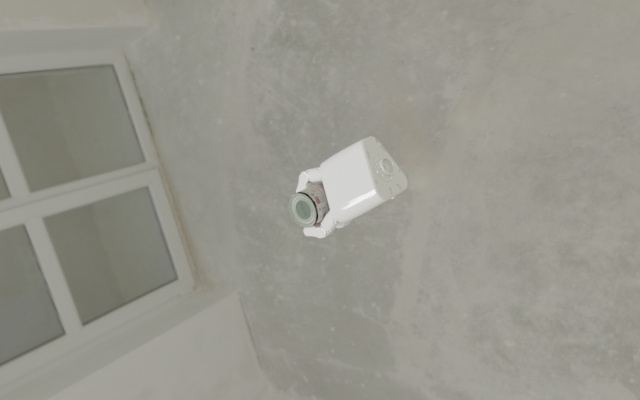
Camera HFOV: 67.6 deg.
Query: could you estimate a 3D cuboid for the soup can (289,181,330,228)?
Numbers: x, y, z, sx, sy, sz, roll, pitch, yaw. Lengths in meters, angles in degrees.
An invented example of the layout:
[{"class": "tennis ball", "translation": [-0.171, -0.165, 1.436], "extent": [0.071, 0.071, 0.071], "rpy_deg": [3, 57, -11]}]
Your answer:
[{"class": "soup can", "translation": [0.000, 0.003, 0.874], "extent": [0.068, 0.068, 0.102], "rpy_deg": [0, 17, 41]}]
